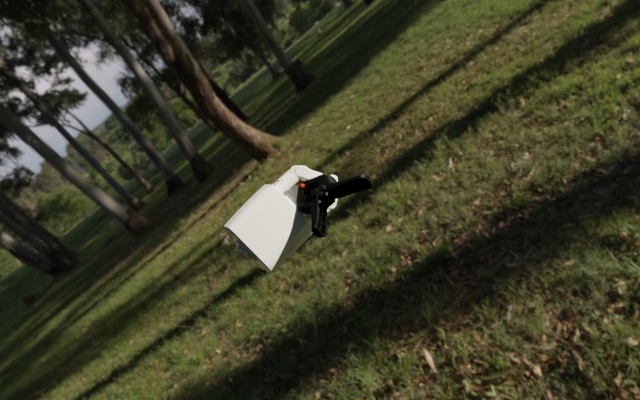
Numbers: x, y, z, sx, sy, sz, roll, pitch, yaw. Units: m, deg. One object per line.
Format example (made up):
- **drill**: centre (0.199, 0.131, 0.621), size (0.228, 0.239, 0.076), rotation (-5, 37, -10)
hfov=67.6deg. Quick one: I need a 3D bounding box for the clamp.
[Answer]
- **clamp**: centre (0.000, 0.002, 0.773), size (0.120, 0.039, 0.171), rotation (-45, 22, -19)
